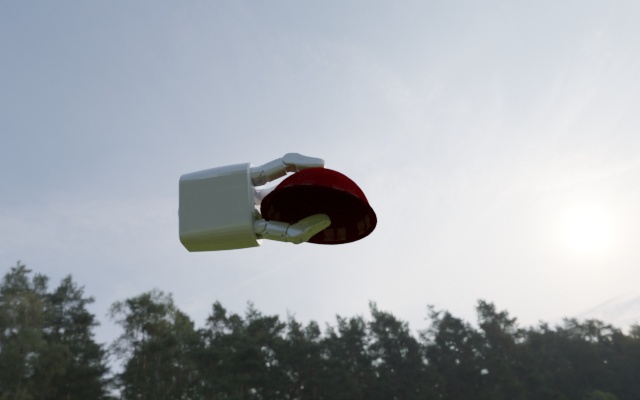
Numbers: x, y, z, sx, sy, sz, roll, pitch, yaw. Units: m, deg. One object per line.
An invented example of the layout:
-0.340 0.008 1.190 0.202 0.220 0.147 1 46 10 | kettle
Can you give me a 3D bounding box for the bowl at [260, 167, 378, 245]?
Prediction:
0.001 0.002 0.665 0.162 0.055 0.162 6 -32 4 | bowl
